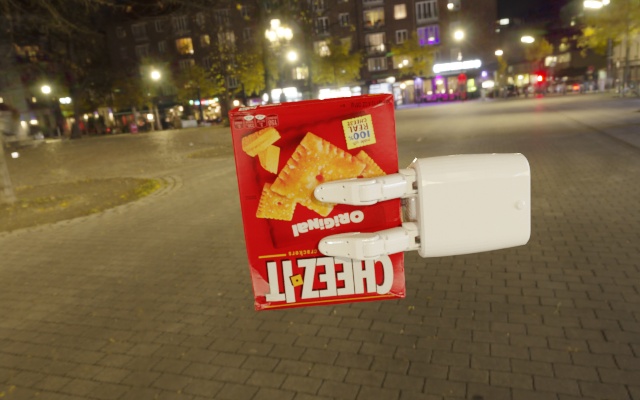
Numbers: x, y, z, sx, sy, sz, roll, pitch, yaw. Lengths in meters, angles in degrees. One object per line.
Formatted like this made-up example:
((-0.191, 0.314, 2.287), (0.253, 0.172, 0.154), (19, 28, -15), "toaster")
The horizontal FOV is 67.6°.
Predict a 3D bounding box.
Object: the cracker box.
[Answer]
((0.000, 0.001, 0.506), (0.164, 0.214, 0.072), (-5, 12, 2), "cracker box")
